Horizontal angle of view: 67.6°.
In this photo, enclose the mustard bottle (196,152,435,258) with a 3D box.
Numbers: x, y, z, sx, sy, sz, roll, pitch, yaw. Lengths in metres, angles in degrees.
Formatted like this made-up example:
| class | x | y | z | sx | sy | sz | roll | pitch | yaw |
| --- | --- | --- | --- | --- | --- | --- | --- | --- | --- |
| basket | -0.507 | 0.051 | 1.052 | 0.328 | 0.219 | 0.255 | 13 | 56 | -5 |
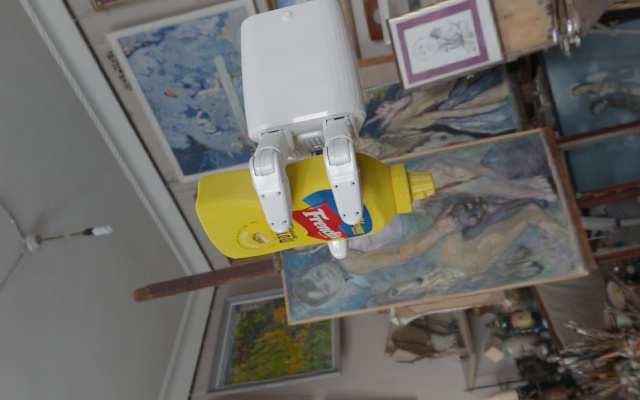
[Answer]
| class | x | y | z | sx | sy | sz | roll | pitch | yaw |
| --- | --- | --- | --- | --- | --- | --- | --- | --- | --- |
| mustard bottle | 0.000 | 0.002 | 0.410 | 0.191 | 0.058 | 0.096 | -10 | -37 | 9 |
